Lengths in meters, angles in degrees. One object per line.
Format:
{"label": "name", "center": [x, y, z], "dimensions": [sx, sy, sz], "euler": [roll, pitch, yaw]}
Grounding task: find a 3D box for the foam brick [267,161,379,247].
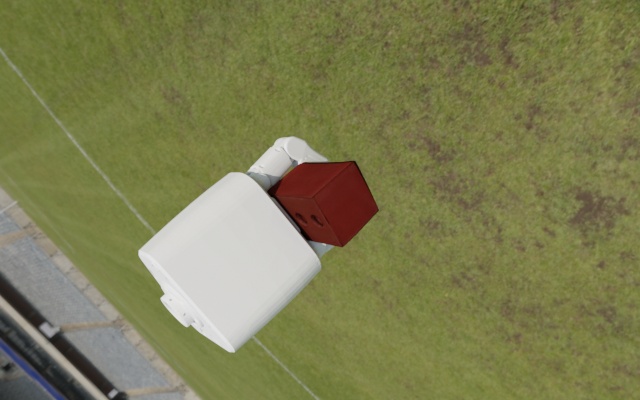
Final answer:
{"label": "foam brick", "center": [0.000, 0.001, 0.412], "dimensions": [0.051, 0.053, 0.078], "euler": [-42, 26, -27]}
